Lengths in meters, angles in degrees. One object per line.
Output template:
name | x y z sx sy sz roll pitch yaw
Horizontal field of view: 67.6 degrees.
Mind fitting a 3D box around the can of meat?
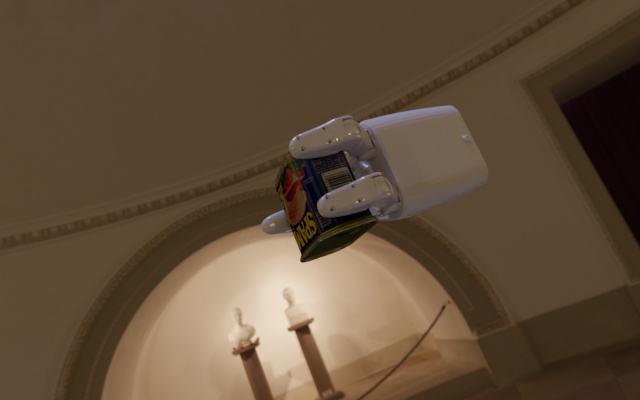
can of meat | 0.000 0.001 0.439 0.057 0.084 0.102 -17 -14 -21
